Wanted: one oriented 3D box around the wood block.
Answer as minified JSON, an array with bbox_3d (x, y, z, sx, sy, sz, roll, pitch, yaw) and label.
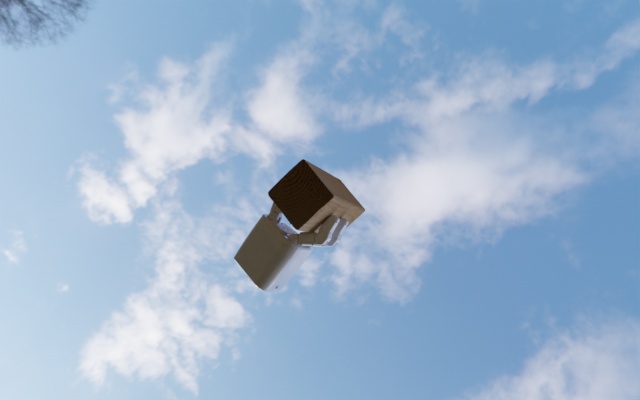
[{"bbox_3d":[0.000,0.003,0.895,0.090,0.090,0.206,-43,-19,10],"label":"wood block"}]
